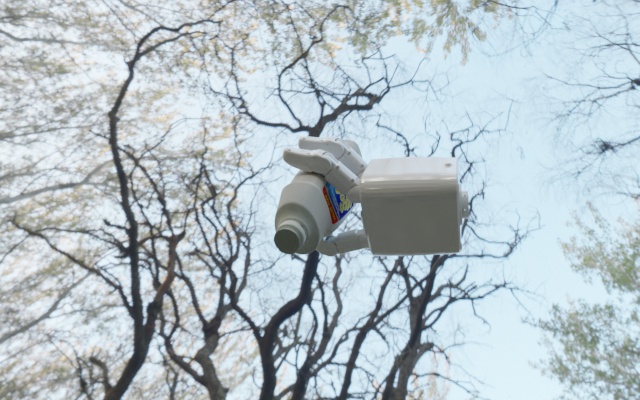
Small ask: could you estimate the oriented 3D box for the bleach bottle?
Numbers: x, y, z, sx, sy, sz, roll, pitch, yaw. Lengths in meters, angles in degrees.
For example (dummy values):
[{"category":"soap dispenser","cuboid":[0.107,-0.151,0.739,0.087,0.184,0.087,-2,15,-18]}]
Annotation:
[{"category":"bleach bottle","cuboid":[0.000,0.002,0.590,0.068,0.103,0.250,-2,22,17]}]
